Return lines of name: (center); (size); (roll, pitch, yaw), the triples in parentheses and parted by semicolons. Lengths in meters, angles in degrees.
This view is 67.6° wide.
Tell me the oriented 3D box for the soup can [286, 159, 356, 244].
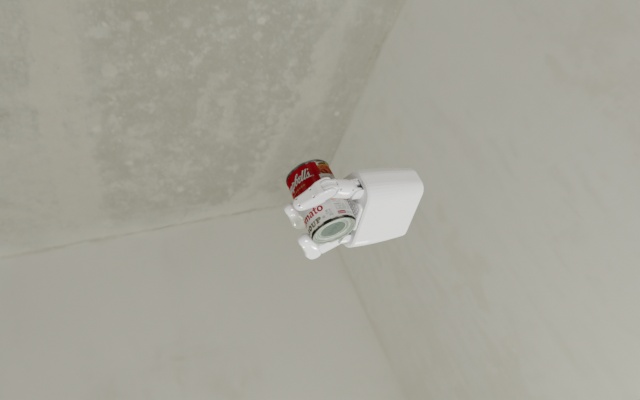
soup can: (0.000, 0.002, 0.672); (0.068, 0.102, 0.068); (-19, -29, -11)
